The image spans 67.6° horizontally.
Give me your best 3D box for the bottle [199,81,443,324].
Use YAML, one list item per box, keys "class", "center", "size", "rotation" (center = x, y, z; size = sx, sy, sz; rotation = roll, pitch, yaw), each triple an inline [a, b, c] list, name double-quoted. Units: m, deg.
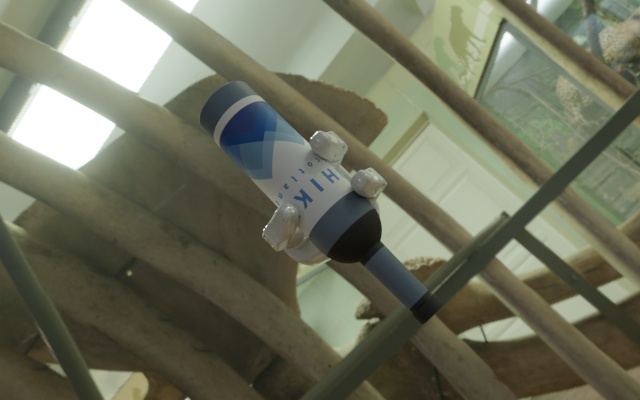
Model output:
- class: "bottle"
  center: [0.000, 0.001, 0.465]
  size: [0.295, 0.069, 0.069]
  rotation: [45, 14, 15]
